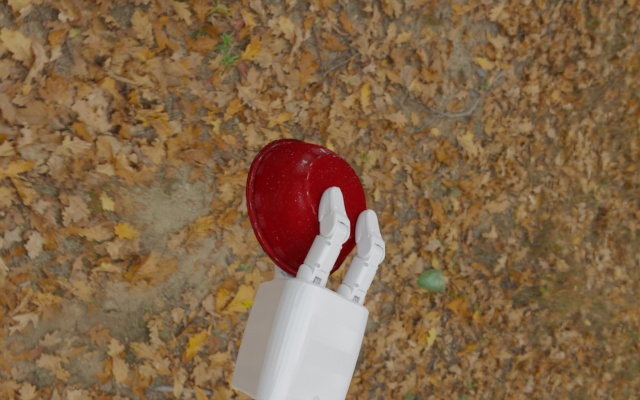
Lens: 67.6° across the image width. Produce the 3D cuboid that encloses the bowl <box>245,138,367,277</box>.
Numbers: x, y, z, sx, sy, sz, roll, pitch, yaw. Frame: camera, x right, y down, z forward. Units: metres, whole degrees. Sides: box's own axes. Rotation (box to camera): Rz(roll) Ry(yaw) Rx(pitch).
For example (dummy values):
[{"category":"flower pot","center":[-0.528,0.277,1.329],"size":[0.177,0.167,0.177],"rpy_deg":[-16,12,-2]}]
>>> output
[{"category":"bowl","center":[0.000,0.000,0.513],"size":[0.055,0.162,0.162],"rpy_deg":[-20,-13,41]}]
